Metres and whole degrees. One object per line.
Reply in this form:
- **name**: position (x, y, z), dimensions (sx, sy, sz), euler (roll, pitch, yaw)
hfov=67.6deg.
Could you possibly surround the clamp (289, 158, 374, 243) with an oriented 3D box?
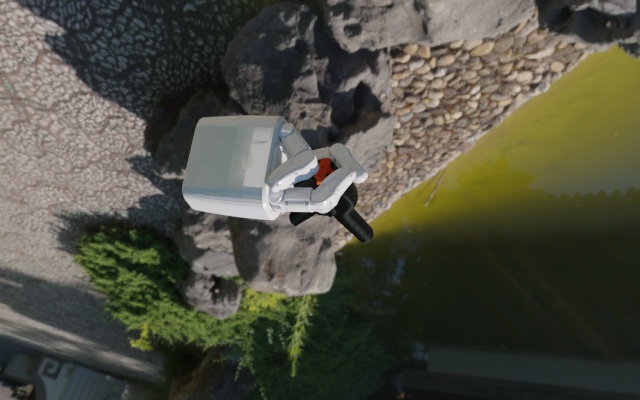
- **clamp**: position (0.000, 0.002, 0.611), dimensions (0.120, 0.039, 0.172), euler (4, -32, 17)
